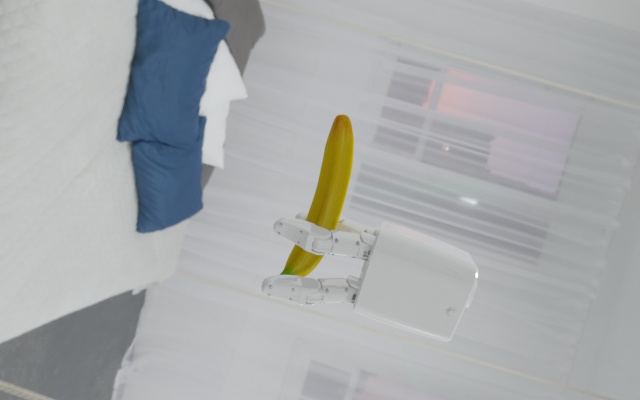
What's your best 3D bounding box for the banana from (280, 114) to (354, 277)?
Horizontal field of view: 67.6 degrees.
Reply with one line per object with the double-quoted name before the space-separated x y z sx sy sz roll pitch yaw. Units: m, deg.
"banana" 0.003 0.005 0.528 0.037 0.198 0.069 20 3 14
